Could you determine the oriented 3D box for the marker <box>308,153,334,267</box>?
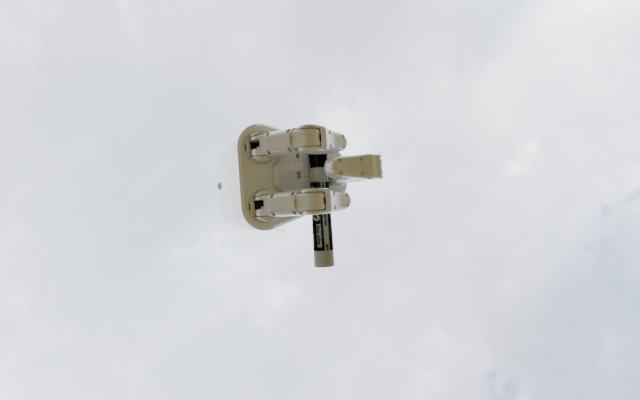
[{"bbox_3d":[0.000,0.001,0.448,0.020,0.121,0.020,-3,-2,0],"label":"marker"}]
